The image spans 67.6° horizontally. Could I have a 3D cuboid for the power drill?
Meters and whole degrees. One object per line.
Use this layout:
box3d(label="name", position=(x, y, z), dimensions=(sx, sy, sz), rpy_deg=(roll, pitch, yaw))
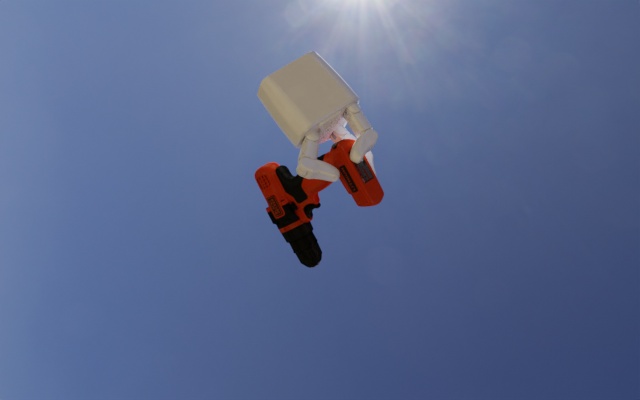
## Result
box3d(label="power drill", position=(0.000, 0.002, 0.735), dimensions=(0.188, 0.184, 0.057), rpy_deg=(-25, 6, 33))
